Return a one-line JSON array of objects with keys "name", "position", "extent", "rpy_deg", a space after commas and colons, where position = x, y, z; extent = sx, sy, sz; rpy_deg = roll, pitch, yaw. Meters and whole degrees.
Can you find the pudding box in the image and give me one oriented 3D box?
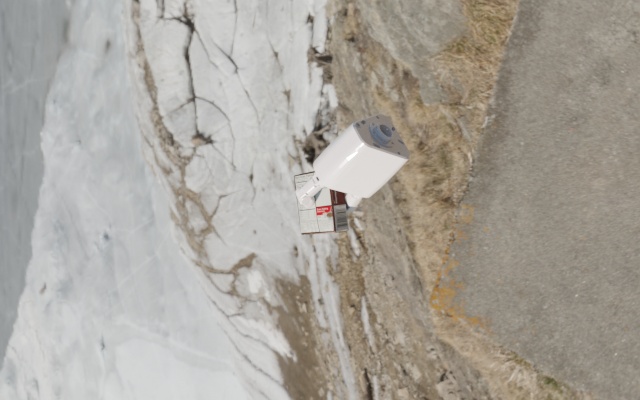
[{"name": "pudding box", "position": [0.000, 0.003, 0.847], "extent": [0.039, 0.113, 0.090], "rpy_deg": [-4, -3, -44]}]
